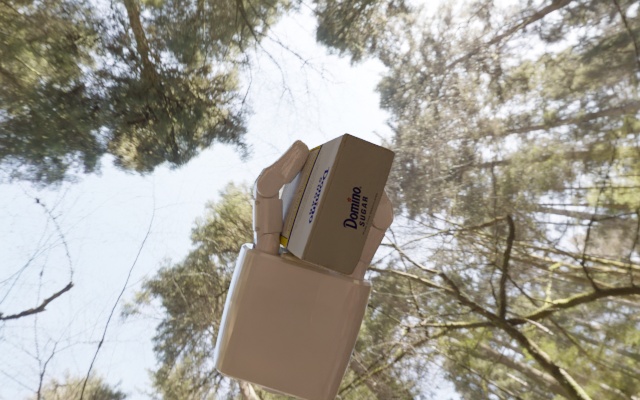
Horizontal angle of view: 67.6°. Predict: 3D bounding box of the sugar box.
[{"bbox_3d":[0.000,0.002,0.403,0.048,0.093,0.176,20,-3,-15],"label":"sugar box"}]
